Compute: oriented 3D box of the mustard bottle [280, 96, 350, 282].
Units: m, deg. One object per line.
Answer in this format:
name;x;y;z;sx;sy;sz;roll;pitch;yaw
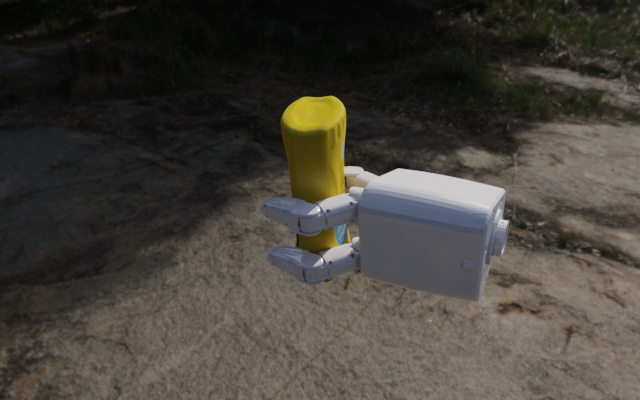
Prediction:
mustard bottle;0.000;0.001;0.473;0.058;0.192;0.096;-1;30;5
